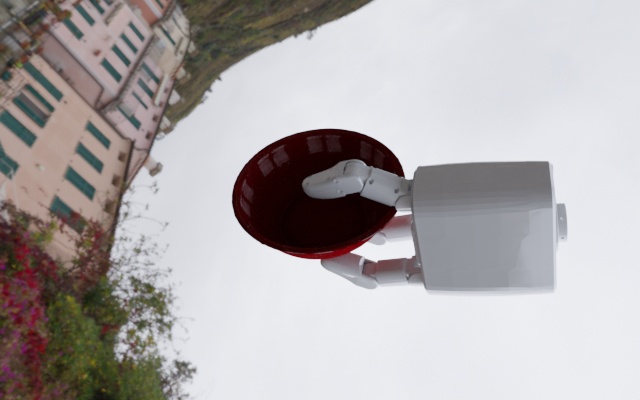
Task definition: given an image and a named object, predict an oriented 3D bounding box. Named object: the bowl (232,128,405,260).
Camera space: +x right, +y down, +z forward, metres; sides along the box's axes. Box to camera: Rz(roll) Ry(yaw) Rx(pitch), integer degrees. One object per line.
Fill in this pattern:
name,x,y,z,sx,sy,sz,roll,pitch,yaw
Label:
bowl,-0.001,0.001,0.459,0.162,0.162,0.055,0,-43,9
